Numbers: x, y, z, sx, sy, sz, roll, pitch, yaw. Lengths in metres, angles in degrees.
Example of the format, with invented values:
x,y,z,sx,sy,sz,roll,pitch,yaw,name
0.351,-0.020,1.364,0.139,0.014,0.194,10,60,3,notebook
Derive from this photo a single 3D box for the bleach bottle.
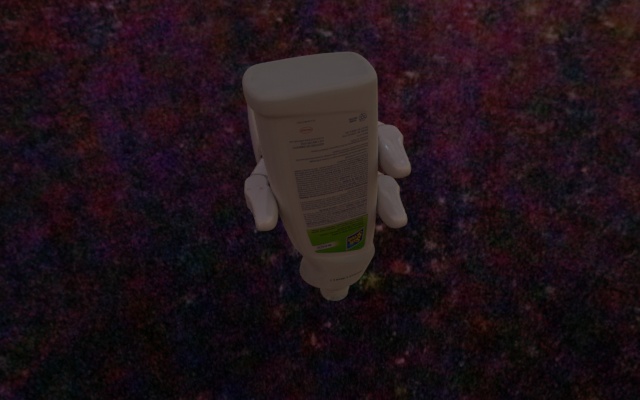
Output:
x,y,z,sx,sy,sz,roll,pitch,yaw,name
0.000,0.001,0.430,0.102,0.251,0.068,-11,40,-9,bleach bottle
